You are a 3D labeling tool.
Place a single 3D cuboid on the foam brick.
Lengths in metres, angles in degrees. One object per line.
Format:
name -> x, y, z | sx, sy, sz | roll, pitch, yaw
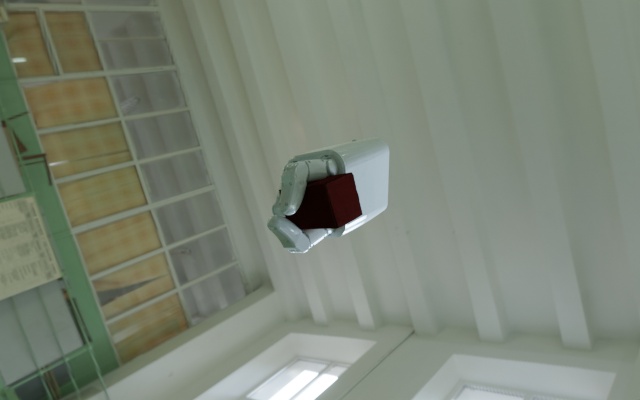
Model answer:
foam brick -> 0.000, 0.002, 0.550 | 0.078, 0.053, 0.051 | -5, 13, 44
